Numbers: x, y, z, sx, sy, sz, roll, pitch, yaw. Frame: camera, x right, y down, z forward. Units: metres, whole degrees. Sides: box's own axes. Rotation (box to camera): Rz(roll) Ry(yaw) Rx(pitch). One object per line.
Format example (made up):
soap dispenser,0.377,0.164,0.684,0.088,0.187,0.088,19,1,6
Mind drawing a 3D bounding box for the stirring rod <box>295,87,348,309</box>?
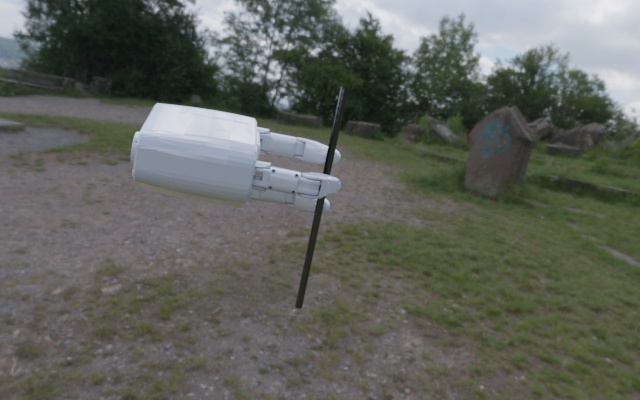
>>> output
stirring rod,0.000,0.002,0.504,0.011,0.239,0.011,11,11,-2
